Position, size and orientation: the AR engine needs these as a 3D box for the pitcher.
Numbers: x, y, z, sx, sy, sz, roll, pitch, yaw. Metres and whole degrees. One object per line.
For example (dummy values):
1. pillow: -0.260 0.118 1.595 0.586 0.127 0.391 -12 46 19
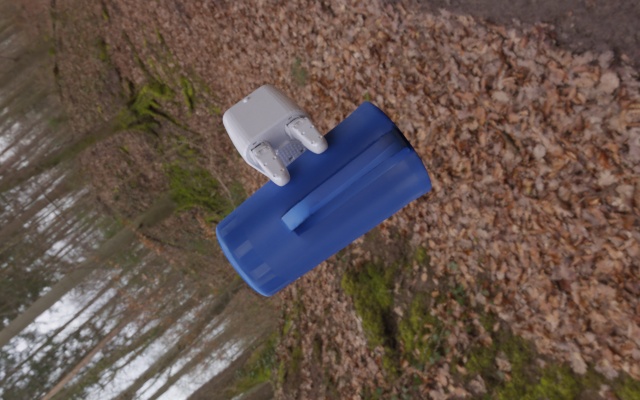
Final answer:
1. pitcher: 0.000 0.002 0.563 0.145 0.243 0.149 51 -3 47
